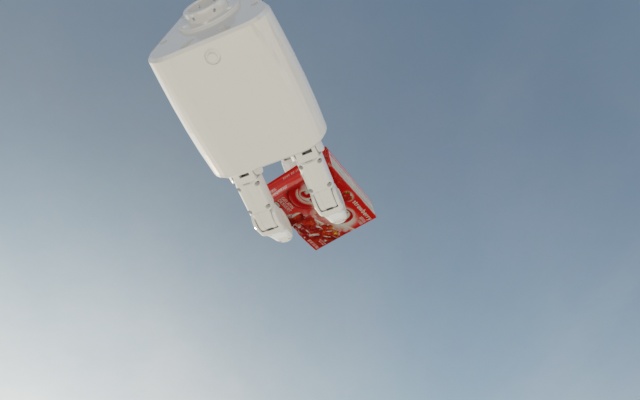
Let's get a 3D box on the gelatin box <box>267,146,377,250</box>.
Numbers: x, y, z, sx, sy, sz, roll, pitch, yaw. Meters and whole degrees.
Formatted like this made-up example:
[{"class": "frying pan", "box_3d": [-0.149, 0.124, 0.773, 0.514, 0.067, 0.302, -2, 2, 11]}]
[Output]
[{"class": "gelatin box", "box_3d": [0.000, 0.001, 0.459, 0.073, 0.030, 0.089, -30, -49, 16]}]
